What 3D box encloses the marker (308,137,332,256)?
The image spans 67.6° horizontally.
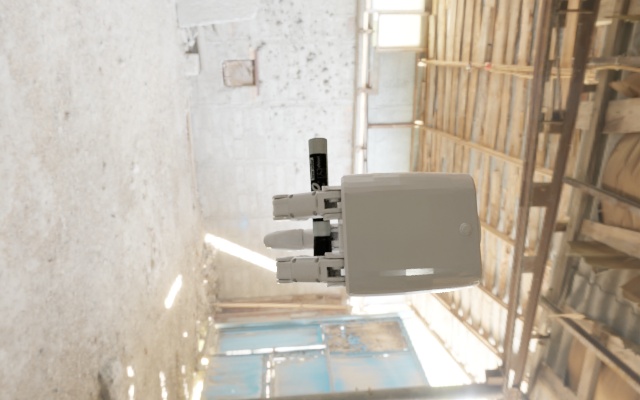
[{"bbox_3d":[0.000,0.001,0.451,0.020,0.121,0.020,-3,-5,0],"label":"marker"}]
